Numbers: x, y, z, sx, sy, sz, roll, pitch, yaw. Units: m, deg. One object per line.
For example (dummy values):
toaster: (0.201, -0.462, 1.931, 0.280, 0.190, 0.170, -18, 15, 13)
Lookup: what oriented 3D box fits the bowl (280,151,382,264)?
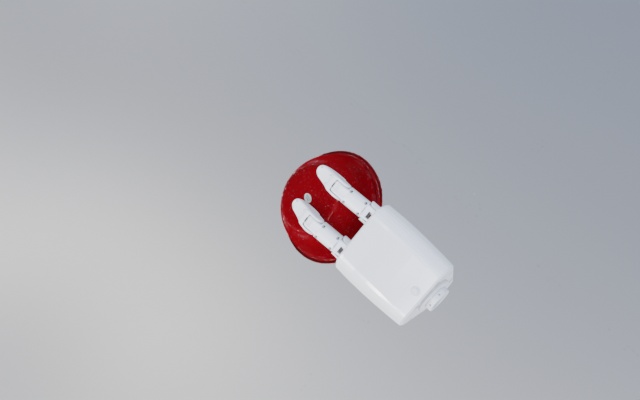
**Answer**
bowl: (-0.001, 0.002, 0.646, 0.162, 0.162, 0.055, 0, -13, 35)
